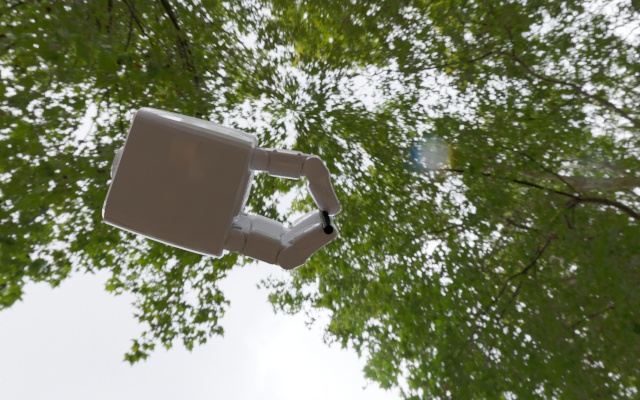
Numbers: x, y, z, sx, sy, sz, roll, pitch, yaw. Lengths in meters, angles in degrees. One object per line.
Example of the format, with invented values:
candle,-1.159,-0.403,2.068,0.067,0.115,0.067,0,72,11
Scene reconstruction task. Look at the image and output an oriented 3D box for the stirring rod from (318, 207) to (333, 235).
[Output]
stirring rod,0.000,0.002,0.505,0.011,0.011,0.239,0,11,-3
